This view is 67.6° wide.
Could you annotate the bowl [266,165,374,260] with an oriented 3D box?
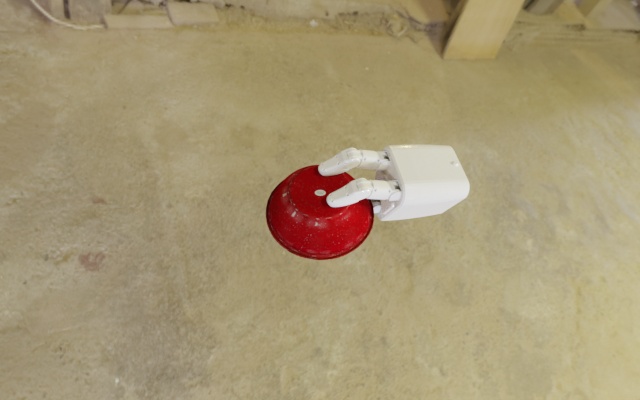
[{"bbox_3d":[-0.001,0.002,0.687,0.162,0.162,0.055,0,-34,-2],"label":"bowl"}]
